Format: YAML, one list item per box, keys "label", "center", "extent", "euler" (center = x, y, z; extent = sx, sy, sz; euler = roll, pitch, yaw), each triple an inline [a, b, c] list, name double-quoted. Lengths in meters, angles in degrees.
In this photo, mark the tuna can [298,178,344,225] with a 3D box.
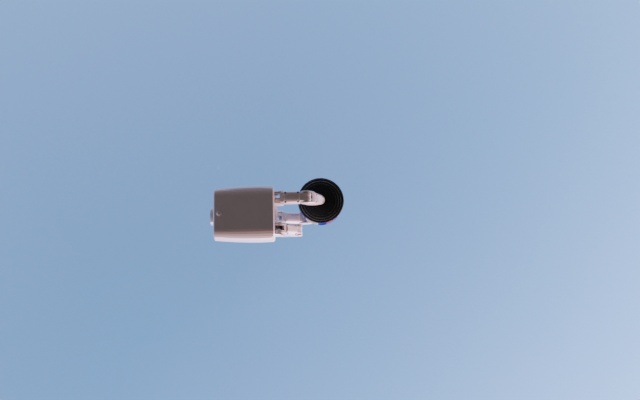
- label: "tuna can"
  center: [0.000, 0.003, 0.899]
  extent: [0.086, 0.086, 0.034]
  euler: [0, -11, -2]
